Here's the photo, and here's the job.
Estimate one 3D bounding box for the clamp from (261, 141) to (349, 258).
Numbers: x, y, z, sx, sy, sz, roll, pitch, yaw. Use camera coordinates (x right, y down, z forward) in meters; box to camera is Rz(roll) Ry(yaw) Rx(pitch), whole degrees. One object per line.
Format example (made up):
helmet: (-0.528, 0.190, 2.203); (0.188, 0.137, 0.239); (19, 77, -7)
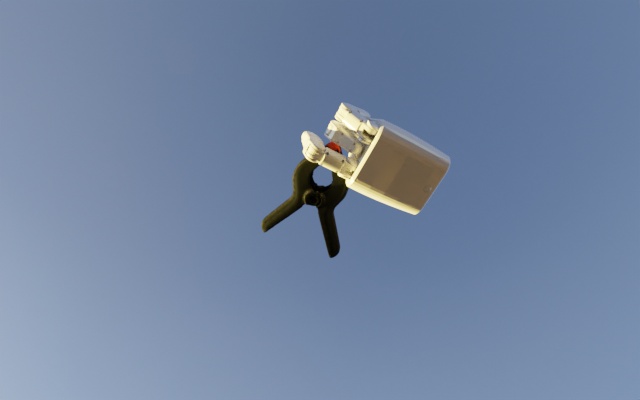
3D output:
clamp: (0.000, 0.002, 0.674); (0.120, 0.171, 0.039); (26, 27, -8)
